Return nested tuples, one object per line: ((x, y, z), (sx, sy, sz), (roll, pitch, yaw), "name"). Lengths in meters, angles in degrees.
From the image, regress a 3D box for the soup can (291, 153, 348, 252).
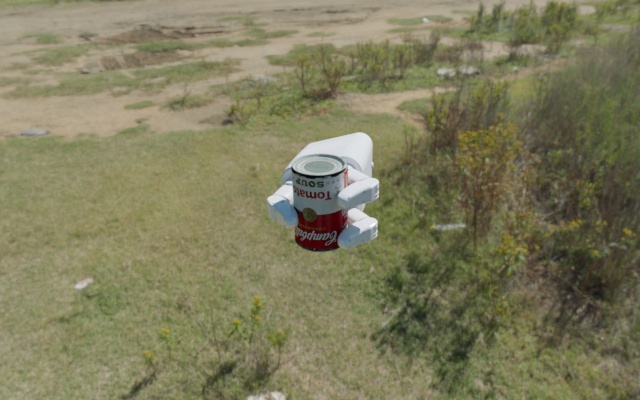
((0.000, 0.002, 0.580), (0.068, 0.102, 0.068), (-1, 28, 1), "soup can")
